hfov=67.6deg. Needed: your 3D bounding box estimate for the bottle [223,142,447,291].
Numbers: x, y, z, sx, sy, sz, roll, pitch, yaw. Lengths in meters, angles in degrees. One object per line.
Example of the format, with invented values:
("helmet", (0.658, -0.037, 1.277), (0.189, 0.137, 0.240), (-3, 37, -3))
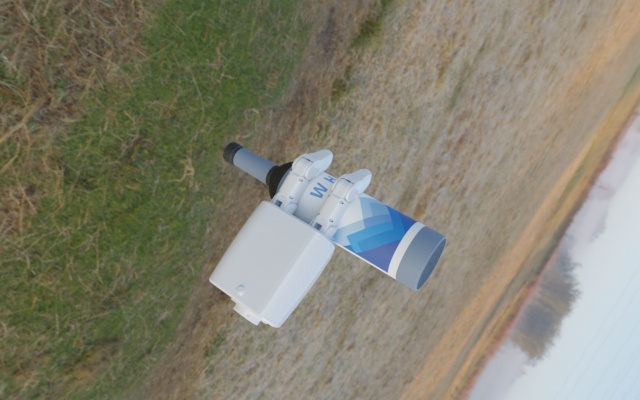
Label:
("bottle", (0.000, 0.002, 0.565), (0.295, 0.069, 0.069), (29, 12, 23))
